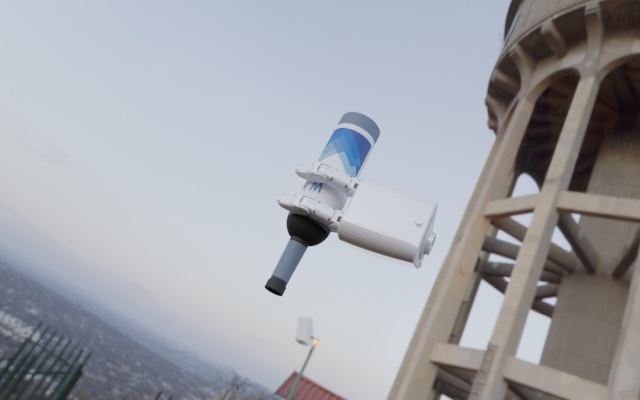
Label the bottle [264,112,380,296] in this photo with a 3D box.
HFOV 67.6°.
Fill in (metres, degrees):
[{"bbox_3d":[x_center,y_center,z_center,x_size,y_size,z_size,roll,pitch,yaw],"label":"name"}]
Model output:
[{"bbox_3d":[0.000,0.002,0.694,0.069,0.295,0.069,23,-24,11],"label":"bottle"}]
